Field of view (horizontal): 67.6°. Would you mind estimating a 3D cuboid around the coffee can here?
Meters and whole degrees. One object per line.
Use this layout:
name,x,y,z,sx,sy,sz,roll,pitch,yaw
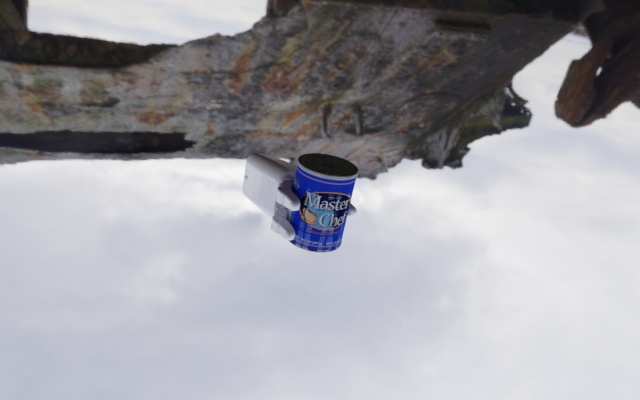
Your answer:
coffee can,0.000,0.003,0.815,0.103,0.140,0.102,10,24,-4
